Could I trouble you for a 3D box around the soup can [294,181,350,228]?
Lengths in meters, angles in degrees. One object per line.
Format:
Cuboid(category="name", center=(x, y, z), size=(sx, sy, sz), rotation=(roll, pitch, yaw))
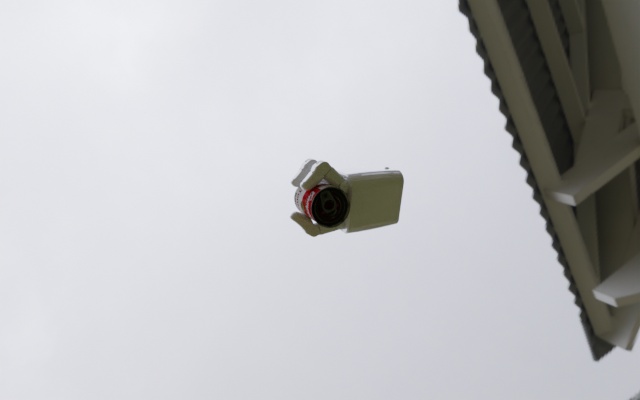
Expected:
Cuboid(category="soup can", center=(0.000, 0.003, 0.817), size=(0.068, 0.068, 0.102), rotation=(0, 10, -20))
